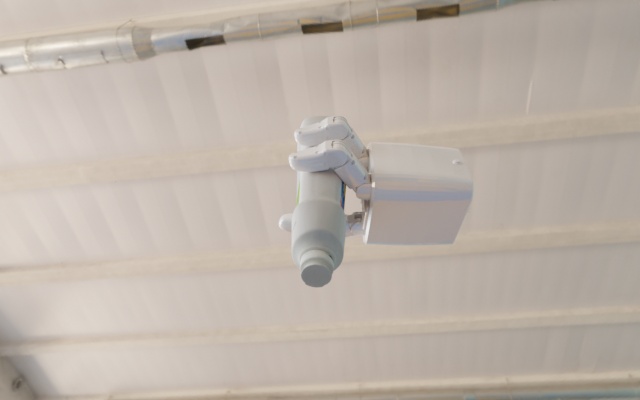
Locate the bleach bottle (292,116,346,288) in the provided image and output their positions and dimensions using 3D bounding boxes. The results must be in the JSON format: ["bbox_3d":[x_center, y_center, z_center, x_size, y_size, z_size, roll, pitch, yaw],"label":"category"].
[{"bbox_3d":[0.000,0.002,0.531,0.068,0.103,0.250,2,36,1],"label":"bleach bottle"}]
